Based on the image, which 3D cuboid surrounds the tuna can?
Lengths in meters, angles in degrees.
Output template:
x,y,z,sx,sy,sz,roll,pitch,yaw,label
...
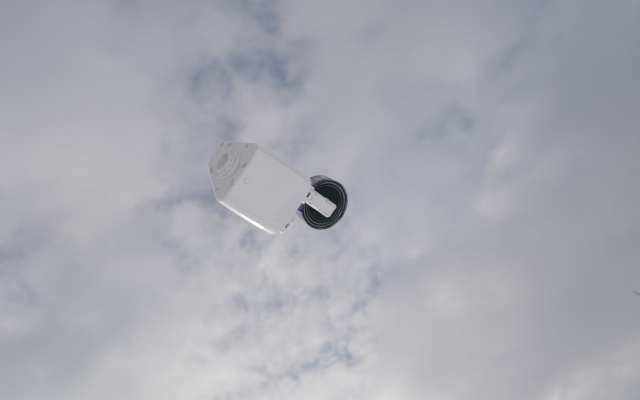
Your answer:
x,y,z,sx,sy,sz,roll,pitch,yaw,label
0.000,0.002,0.782,0.086,0.086,0.033,0,19,-32,tuna can
